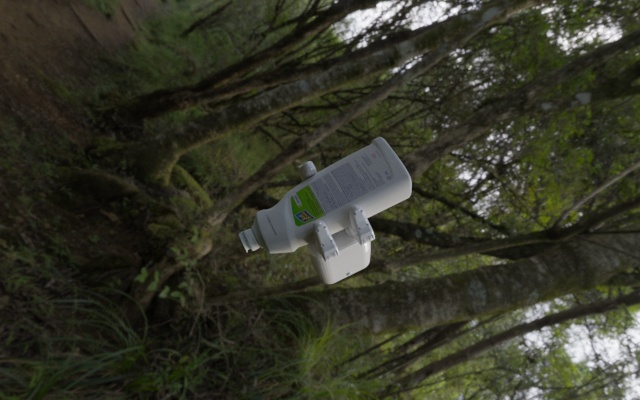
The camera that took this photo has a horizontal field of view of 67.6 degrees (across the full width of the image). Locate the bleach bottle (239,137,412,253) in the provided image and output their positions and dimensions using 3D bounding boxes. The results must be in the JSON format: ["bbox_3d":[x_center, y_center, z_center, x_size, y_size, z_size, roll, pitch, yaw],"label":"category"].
[{"bbox_3d":[0.000,0.002,0.692,0.251,0.102,0.068,-25,-34,-8],"label":"bleach bottle"}]
